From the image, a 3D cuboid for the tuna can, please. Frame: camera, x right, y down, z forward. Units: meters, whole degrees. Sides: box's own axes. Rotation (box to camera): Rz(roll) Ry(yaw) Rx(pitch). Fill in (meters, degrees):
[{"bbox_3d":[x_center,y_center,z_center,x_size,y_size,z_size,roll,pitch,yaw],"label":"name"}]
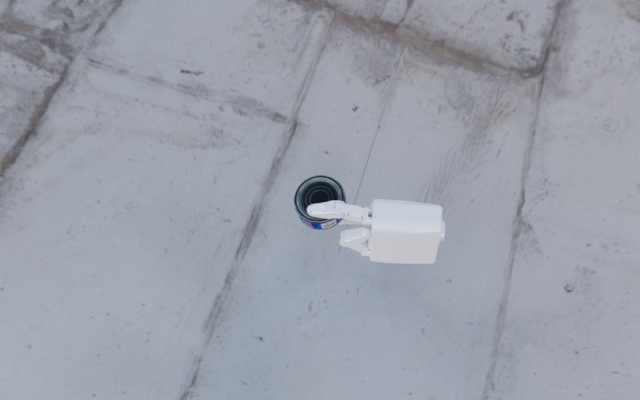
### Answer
[{"bbox_3d":[0.000,0.002,0.777,0.086,0.086,0.034,0,-22,9],"label":"tuna can"}]
